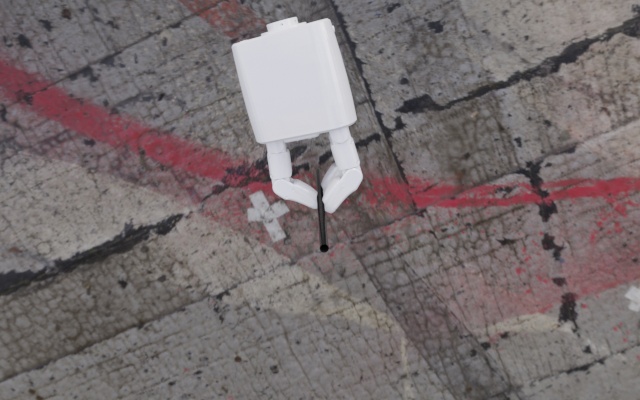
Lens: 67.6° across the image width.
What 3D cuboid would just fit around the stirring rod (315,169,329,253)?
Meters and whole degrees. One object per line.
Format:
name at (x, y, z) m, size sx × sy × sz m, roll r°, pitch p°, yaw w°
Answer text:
stirring rod at (0.000, 0.002, 0.528) m, size 0.011 × 0.011 × 0.239 m, roll 0°, pitch 19°, yaw -2°
